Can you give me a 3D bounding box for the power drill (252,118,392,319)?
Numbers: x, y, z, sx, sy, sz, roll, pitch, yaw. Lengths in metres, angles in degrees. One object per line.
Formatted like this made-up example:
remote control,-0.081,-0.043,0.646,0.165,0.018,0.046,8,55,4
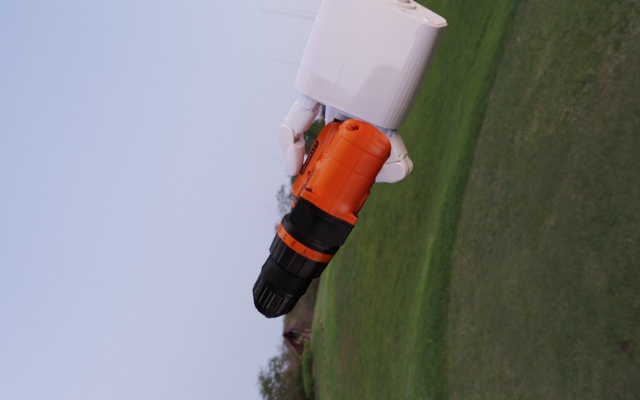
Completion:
power drill,0.000,0.001,0.454,0.057,0.184,0.187,30,16,-8
